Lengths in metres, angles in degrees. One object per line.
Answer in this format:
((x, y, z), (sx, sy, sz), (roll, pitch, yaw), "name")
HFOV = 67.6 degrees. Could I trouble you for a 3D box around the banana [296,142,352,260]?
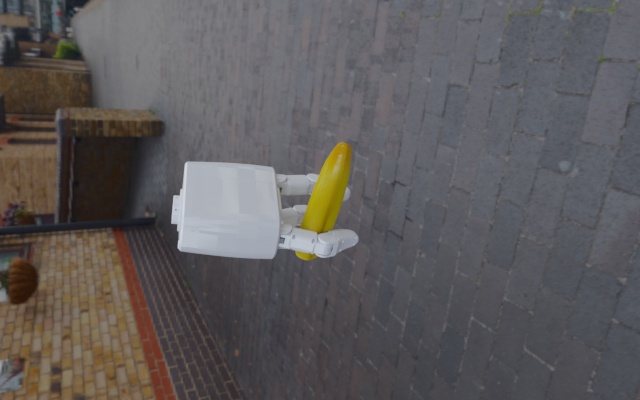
((-0.002, 0.018, 0.575), (0.037, 0.069, 0.198), (12, -40, -7), "banana")
